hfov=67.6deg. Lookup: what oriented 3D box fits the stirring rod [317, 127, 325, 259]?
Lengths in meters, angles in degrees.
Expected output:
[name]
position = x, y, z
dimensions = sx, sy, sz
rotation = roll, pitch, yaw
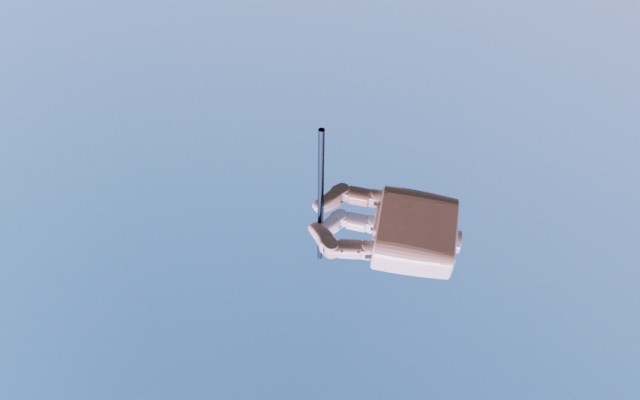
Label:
[stirring rod]
position = 0.000, 0.002, 0.634
dimensions = 0.011, 0.011, 0.240
rotation = 0, -44, -1
